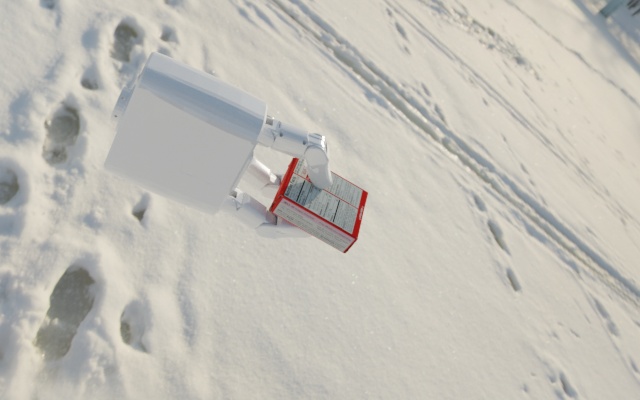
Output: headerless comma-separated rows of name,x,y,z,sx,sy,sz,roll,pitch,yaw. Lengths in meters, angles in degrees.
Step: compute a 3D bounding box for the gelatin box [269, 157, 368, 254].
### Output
gelatin box,0.001,0.001,0.482,0.089,0.073,0.030,29,-49,-10
